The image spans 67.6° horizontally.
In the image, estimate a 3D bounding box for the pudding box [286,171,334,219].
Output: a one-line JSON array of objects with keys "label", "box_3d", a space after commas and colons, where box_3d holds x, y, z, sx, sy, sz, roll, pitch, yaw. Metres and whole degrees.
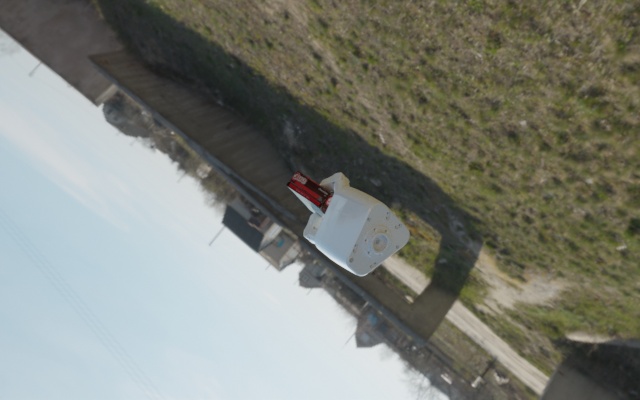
[{"label": "pudding box", "box_3d": [0.000, 0.003, 0.854, 0.090, 0.039, 0.113, 35, -9, 34]}]
